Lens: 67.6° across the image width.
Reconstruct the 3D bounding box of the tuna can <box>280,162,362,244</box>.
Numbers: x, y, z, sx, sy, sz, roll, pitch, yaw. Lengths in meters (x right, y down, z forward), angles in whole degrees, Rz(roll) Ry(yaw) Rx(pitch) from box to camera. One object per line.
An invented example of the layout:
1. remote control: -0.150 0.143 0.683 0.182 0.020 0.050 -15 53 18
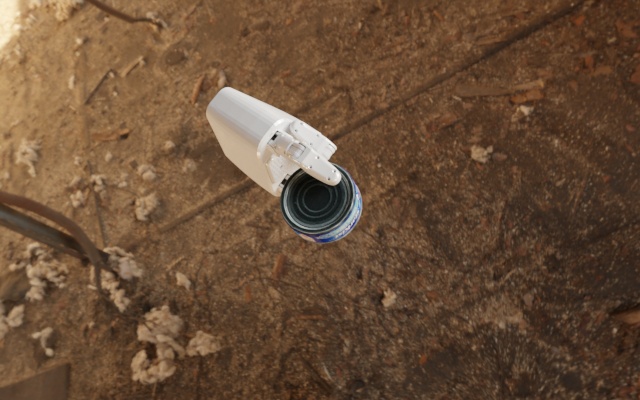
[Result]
1. tuna can: 0.000 0.002 0.517 0.086 0.086 0.034 0 -21 17
